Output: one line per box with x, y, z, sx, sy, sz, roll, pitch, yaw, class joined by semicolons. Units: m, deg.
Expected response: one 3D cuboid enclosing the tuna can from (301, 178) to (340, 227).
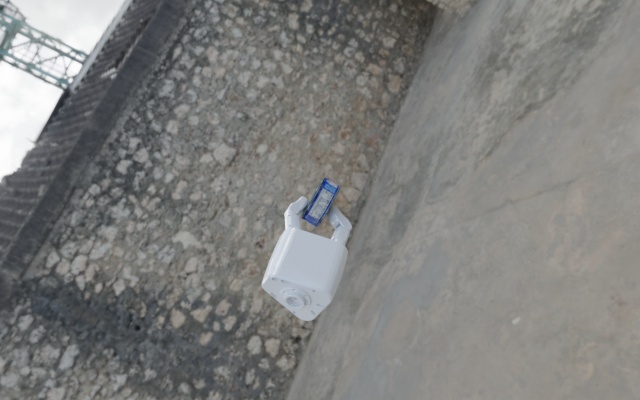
0.000;0.002;0.850;0.034;0.086;0.086;30;-2;-4;tuna can
